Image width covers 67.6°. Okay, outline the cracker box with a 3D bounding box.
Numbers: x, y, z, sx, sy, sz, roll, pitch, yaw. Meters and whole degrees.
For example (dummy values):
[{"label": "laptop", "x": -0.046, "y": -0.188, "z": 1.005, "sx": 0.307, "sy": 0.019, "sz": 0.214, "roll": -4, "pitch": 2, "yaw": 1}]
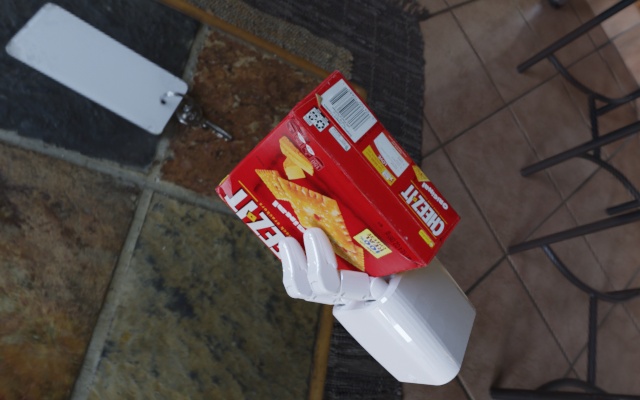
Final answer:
[{"label": "cracker box", "x": 0.000, "y": 0.001, "z": 0.465, "sx": 0.072, "sy": 0.164, "sz": 0.214, "roll": -46, "pitch": 9, "yaw": -31}]
